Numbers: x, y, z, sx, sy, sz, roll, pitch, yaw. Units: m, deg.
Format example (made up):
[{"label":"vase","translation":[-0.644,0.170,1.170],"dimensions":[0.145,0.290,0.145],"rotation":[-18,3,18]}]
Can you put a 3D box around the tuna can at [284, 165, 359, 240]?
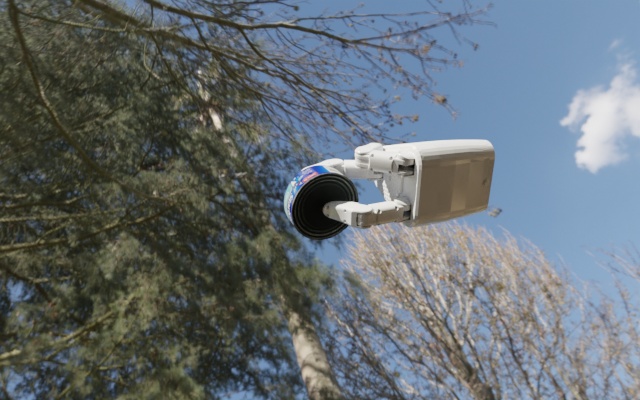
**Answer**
[{"label":"tuna can","translation":[0.000,0.002,0.570],"dimensions":[0.086,0.086,0.033],"rotation":[0,23,-26]}]
